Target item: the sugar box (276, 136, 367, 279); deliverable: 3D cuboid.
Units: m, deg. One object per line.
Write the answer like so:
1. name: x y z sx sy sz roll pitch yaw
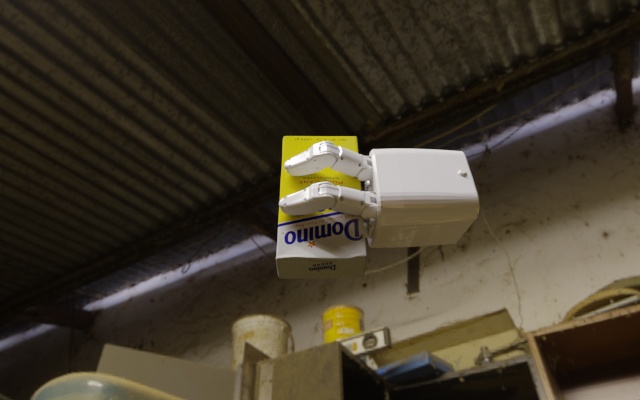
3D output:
1. sugar box: 0.000 0.001 0.538 0.093 0.176 0.048 -1 -41 -1
